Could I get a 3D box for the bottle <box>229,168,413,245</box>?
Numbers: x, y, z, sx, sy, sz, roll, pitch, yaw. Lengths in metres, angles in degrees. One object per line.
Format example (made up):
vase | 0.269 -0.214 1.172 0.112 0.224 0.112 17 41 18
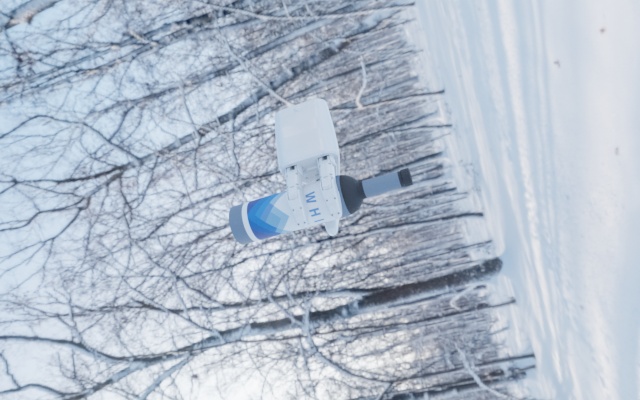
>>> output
bottle | 0.000 0.003 0.761 0.296 0.069 0.069 -16 -4 14
